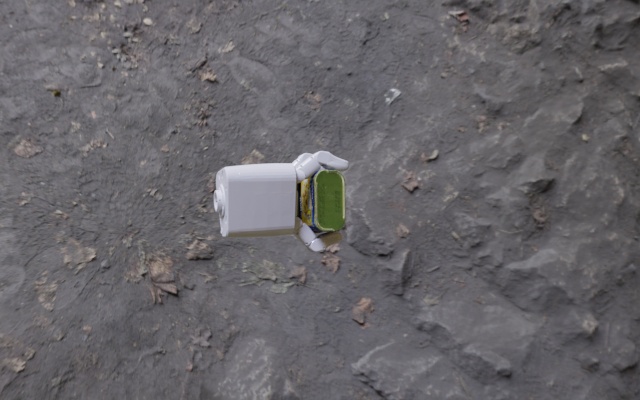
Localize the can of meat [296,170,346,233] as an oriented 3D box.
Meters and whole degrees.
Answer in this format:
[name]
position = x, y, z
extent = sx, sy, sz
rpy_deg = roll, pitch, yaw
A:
[can of meat]
position = 0.000, 0.003, 0.772
extent = 0.057, 0.102, 0.084
rpy_deg = 0, -4, -22
